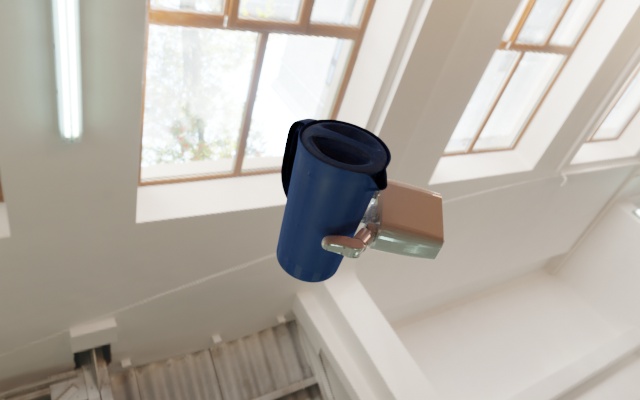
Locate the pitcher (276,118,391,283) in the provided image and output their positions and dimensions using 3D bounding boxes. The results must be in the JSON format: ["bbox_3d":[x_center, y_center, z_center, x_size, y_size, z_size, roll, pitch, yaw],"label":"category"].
[{"bbox_3d":[0.000,0.002,0.735,0.145,0.243,0.149,13,37,-8],"label":"pitcher"}]
